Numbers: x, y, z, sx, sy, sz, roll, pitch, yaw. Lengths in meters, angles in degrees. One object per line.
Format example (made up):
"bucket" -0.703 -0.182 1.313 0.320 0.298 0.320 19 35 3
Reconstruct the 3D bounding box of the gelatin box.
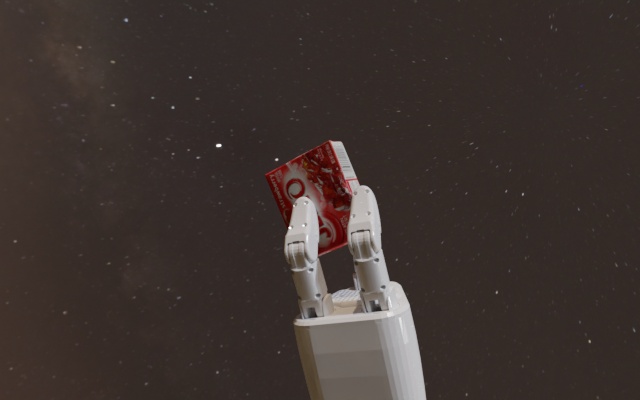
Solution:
"gelatin box" 0.000 0.001 0.429 0.073 0.089 0.030 -26 -8 25
